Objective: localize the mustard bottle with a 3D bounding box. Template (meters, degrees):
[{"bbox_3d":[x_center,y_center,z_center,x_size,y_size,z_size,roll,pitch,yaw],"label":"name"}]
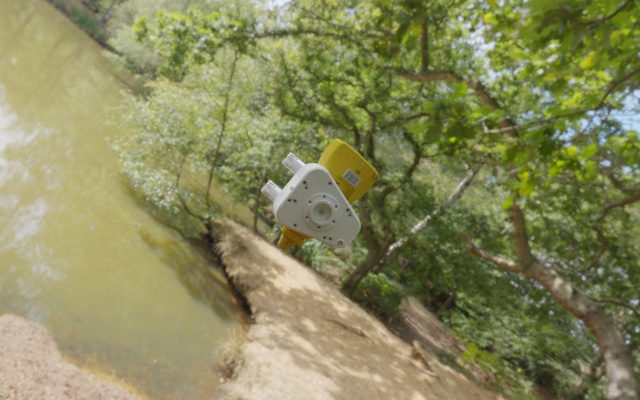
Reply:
[{"bbox_3d":[0.000,0.002,0.763,0.096,0.191,0.058,40,0,-32],"label":"mustard bottle"}]
